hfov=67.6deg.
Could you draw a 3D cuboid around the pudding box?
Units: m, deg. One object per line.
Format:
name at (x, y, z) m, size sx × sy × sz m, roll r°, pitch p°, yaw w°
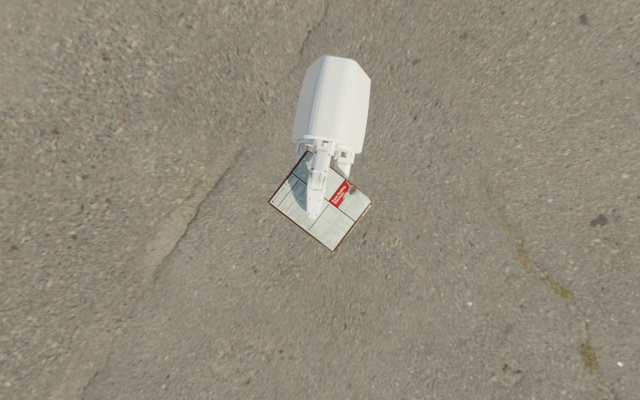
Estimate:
pudding box at (0.000, 0.002, 0.635) m, size 0.113 × 0.090 × 0.039 m, roll 38°, pitch -1°, yaw 3°
